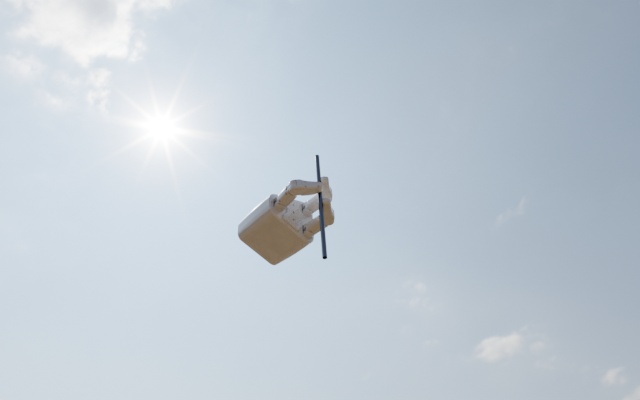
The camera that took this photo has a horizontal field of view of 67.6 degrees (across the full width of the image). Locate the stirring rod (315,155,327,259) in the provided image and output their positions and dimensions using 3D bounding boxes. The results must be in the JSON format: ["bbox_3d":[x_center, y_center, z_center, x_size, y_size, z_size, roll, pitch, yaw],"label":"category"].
[{"bbox_3d":[0.000,0.003,0.837,0.011,0.239,0.011,-2,-43,-2],"label":"stirring rod"}]
